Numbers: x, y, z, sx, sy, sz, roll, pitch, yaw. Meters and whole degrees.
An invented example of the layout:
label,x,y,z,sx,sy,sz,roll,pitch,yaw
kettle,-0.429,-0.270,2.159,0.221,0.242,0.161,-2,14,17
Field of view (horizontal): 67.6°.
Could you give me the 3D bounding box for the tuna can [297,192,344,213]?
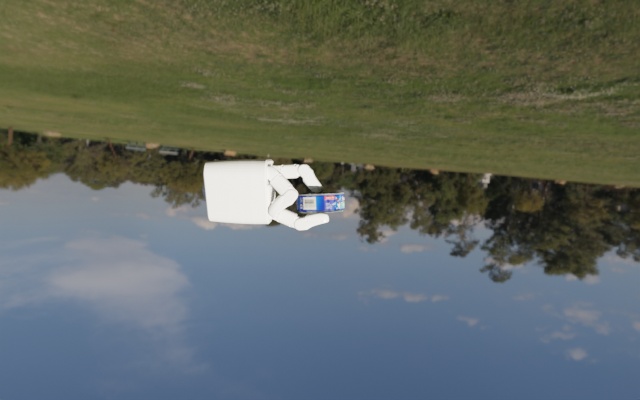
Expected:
label,x,y,z,sx,sy,sz,roll,pitch,yaw
tuna can,0.000,0.003,0.848,0.086,0.034,0.086,-2,3,0
